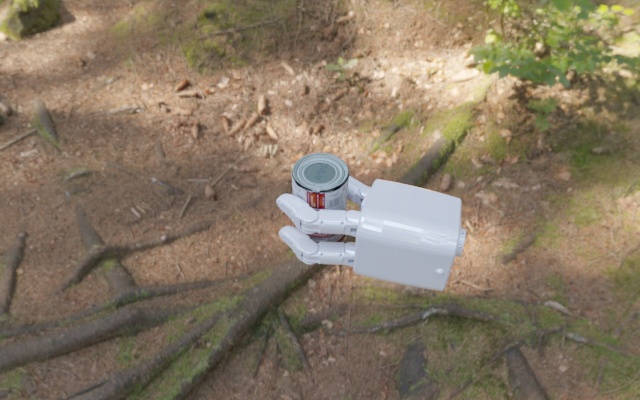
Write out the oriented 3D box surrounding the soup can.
[{"bbox_3d":[0.000,0.002,0.580,0.068,0.068,0.102,0,-45,0],"label":"soup can"}]
